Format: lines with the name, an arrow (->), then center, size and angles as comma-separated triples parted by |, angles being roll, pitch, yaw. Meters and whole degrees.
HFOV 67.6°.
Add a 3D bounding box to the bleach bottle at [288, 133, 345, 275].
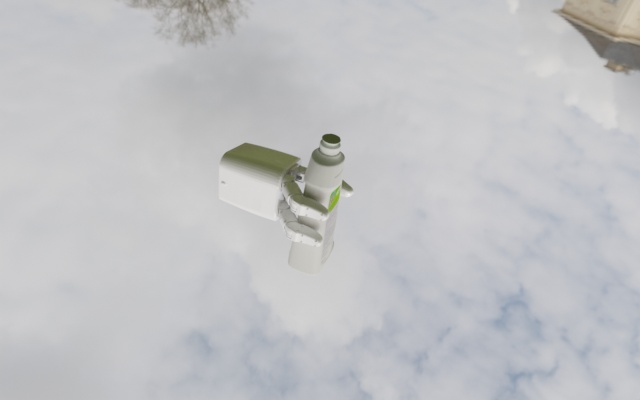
bleach bottle -> 0.000, 0.003, 0.771 | 0.068, 0.251, 0.102 | 19, 39, 9
